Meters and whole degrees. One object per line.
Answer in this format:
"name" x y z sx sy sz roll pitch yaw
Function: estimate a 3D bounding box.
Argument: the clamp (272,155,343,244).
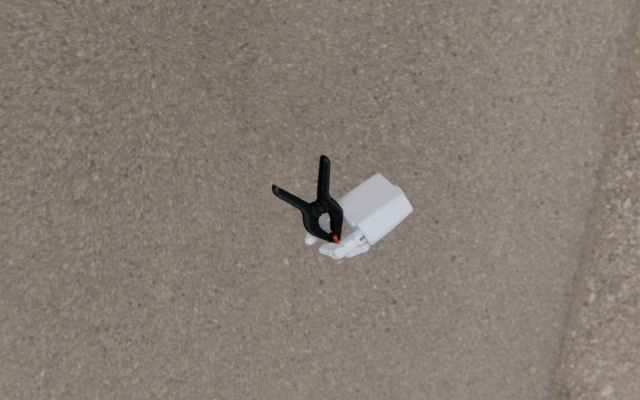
"clamp" 0.000 0.003 0.895 0.120 0.171 0.039 -37 25 -3
